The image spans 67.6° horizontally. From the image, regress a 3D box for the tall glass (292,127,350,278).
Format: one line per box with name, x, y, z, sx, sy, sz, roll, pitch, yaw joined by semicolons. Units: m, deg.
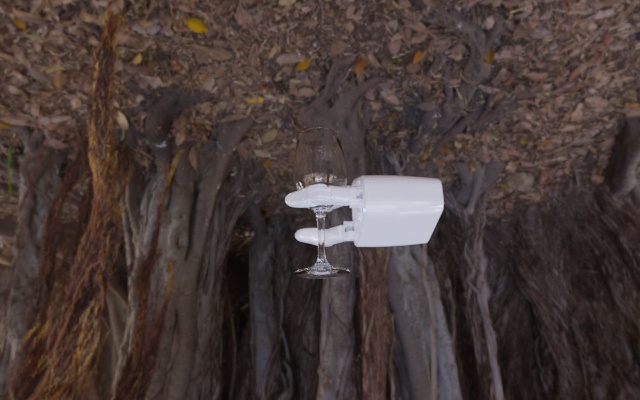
tall glass;0.000;0.003;0.662;0.079;0.201;0.079;-2;-18;-1
